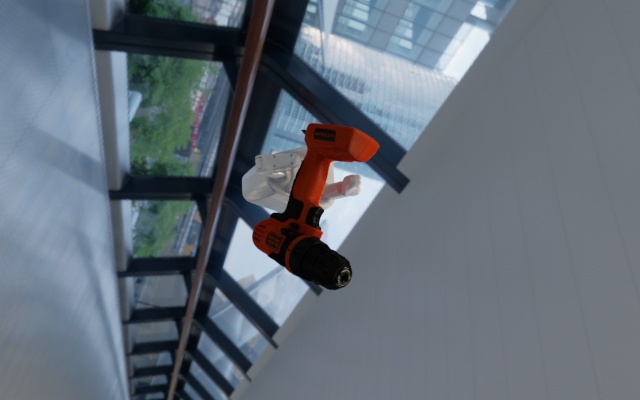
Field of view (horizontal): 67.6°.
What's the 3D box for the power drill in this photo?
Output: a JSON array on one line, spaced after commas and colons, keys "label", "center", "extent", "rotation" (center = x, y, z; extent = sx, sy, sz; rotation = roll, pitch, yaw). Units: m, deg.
[{"label": "power drill", "center": [0.000, 0.001, 0.585], "extent": [0.057, 0.187, 0.184], "rotation": [28, -5, -39]}]
